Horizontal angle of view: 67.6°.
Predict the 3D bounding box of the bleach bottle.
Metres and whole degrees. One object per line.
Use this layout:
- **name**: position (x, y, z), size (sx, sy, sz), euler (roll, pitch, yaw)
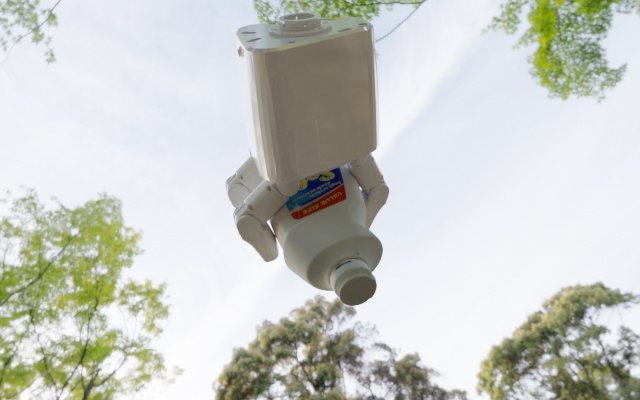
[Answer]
- **bleach bottle**: position (0.000, 0.001, 0.444), size (0.102, 0.068, 0.250), euler (-12, 33, -12)
